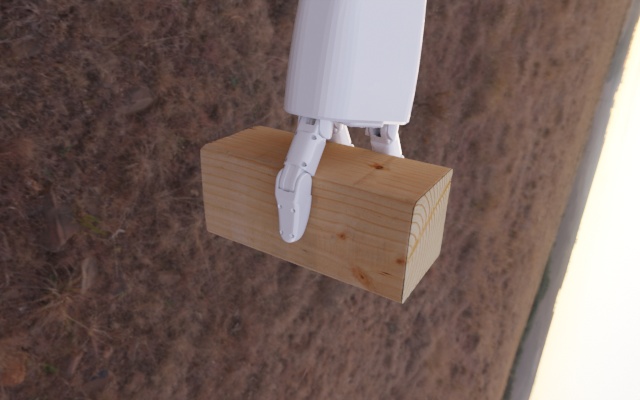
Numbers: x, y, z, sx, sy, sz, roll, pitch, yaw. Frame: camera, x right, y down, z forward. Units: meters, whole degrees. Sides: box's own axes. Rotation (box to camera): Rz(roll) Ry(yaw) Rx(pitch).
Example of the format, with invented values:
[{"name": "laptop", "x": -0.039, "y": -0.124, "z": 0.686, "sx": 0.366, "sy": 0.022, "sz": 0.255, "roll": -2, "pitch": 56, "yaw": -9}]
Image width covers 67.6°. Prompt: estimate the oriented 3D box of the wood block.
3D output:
[{"name": "wood block", "x": 0.000, "y": 0.001, "z": 0.435, "sx": 0.206, "sy": 0.090, "sz": 0.090, "roll": 16, "pitch": 29, "yaw": 28}]
